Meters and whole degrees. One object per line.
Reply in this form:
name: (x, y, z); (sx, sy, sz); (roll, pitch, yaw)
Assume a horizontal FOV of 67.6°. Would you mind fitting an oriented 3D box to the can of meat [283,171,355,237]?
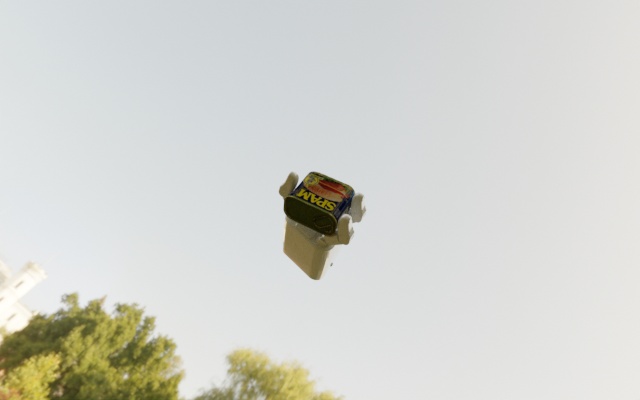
can of meat: (0.000, 0.002, 0.834); (0.102, 0.057, 0.084); (25, 48, 15)
